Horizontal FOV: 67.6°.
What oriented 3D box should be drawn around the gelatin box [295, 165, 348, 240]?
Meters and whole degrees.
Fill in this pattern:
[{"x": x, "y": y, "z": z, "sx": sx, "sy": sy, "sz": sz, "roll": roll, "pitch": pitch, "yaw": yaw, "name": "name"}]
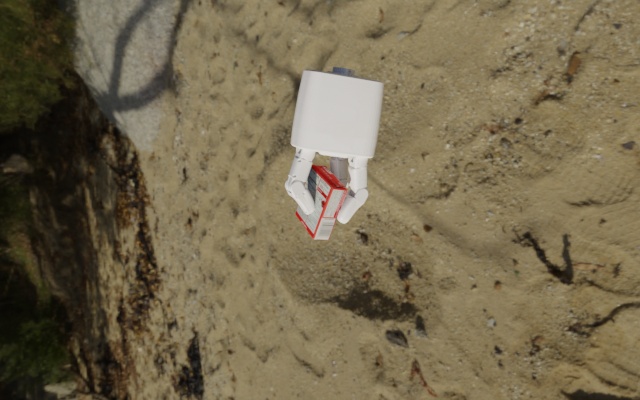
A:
[{"x": 0.000, "y": 0.003, "z": 0.703, "sx": 0.030, "sy": 0.089, "sz": 0.073, "roll": 6, "pitch": 26, "yaw": -31, "name": "gelatin box"}]
